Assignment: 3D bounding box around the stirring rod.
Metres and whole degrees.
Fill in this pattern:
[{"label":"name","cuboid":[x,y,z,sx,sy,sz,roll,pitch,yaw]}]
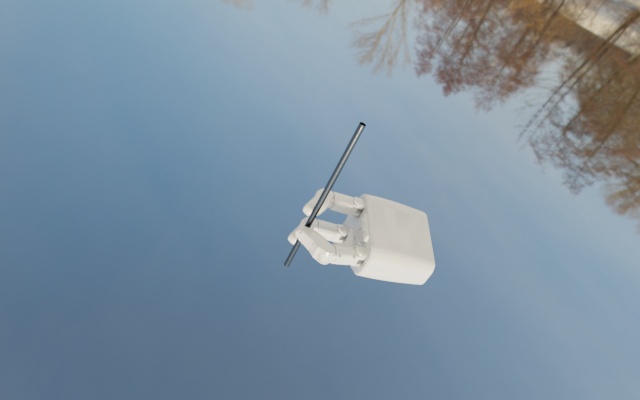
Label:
[{"label":"stirring rod","cuboid":[0.000,0.002,0.607,0.011,0.240,0.011,19,34,-14]}]
